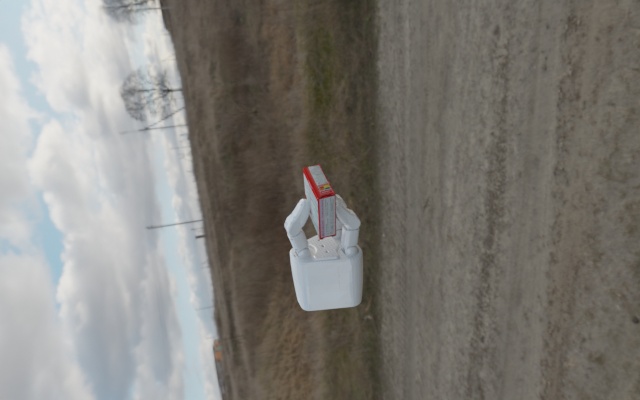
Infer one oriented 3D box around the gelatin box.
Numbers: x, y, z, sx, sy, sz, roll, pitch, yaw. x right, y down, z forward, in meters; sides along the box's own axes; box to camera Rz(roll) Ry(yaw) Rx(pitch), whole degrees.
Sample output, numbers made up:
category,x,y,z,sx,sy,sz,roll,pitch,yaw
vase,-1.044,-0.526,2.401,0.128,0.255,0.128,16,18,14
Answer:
category,x,y,z,sx,sy,sz,roll,pitch,yaw
gelatin box,0.000,0.002,0.718,0.030,0.089,0.073,-14,44,-11
